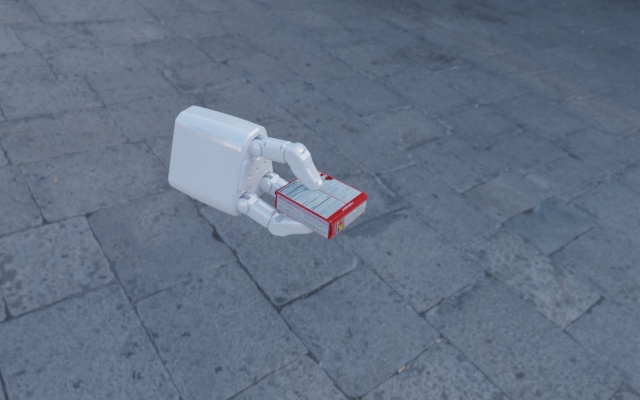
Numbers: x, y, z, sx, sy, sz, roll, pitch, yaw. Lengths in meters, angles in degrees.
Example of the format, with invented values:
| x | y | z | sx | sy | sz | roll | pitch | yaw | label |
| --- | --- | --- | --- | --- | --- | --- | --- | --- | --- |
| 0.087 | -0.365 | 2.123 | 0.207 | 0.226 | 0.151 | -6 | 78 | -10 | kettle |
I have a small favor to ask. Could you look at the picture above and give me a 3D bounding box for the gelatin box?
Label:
| x | y | z | sx | sy | sz | roll | pitch | yaw | label |
| --- | --- | --- | --- | --- | --- | --- | --- | --- | --- |
| 0.000 | 0.002 | 0.578 | 0.089 | 0.030 | 0.073 | 27 | 42 | 29 | gelatin box |
